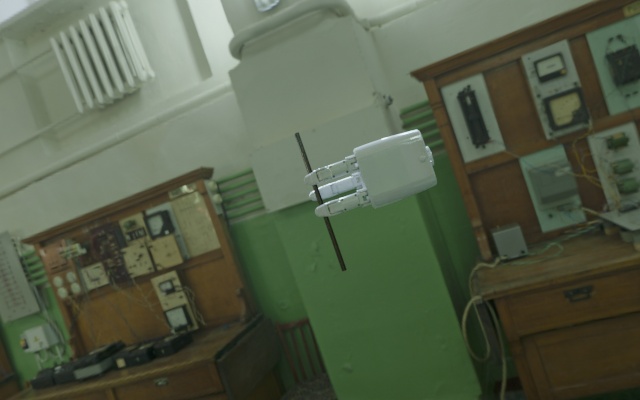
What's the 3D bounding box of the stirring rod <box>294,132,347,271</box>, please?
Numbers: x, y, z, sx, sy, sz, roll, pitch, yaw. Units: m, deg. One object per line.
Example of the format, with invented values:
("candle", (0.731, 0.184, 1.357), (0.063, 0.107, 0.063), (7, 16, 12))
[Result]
("stirring rod", (0.000, 0.003, 0.789), (0.011, 0.239, 0.011), (-19, 2, 1))
